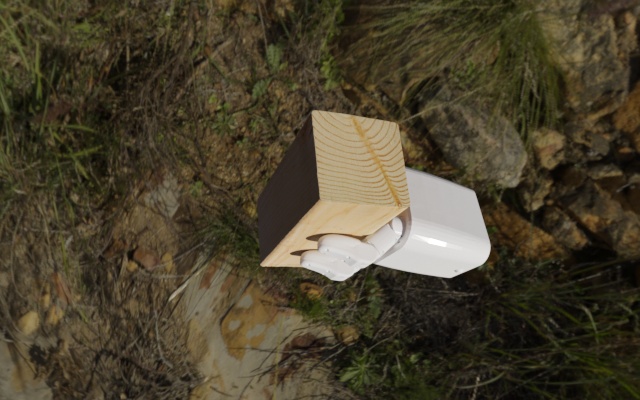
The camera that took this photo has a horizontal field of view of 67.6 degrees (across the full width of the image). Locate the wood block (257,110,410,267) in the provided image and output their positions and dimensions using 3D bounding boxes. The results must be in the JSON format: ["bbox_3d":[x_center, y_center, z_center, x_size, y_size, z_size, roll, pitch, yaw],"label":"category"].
[{"bbox_3d":[0.000,0.001,0.511,0.090,0.090,0.206,4,-24,-21],"label":"wood block"}]
